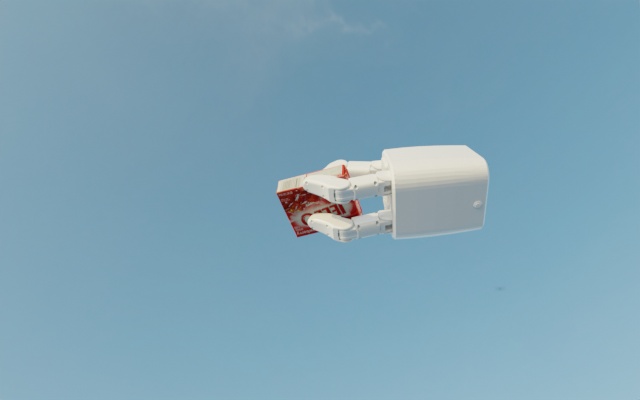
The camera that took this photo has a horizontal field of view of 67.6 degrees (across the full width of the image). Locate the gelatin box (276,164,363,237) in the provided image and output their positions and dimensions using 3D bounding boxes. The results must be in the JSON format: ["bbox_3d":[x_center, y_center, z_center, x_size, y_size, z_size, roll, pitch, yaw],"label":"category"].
[{"bbox_3d":[0.000,0.002,0.587,0.089,0.073,0.030,-14,34,14],"label":"gelatin box"}]
